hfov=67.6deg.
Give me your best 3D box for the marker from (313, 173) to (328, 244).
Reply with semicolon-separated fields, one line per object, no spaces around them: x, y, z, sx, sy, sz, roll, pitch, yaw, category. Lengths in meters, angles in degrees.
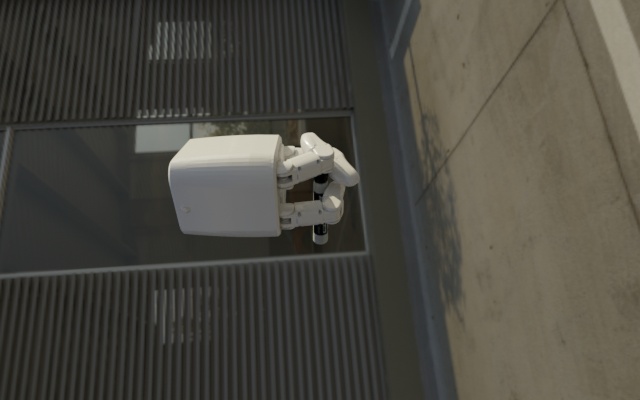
0.000;0.002;0.562;0.020;0.121;0.020;0;39;0;marker
